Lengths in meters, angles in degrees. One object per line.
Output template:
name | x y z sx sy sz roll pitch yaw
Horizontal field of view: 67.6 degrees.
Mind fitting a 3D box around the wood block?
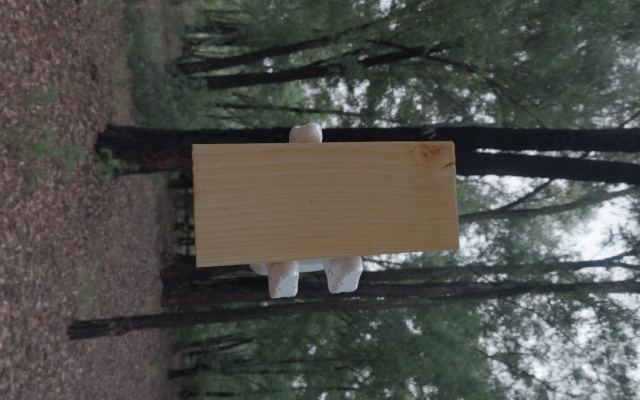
wood block | 0.000 0.001 0.403 0.206 0.091 0.090 -3 -2 -13
